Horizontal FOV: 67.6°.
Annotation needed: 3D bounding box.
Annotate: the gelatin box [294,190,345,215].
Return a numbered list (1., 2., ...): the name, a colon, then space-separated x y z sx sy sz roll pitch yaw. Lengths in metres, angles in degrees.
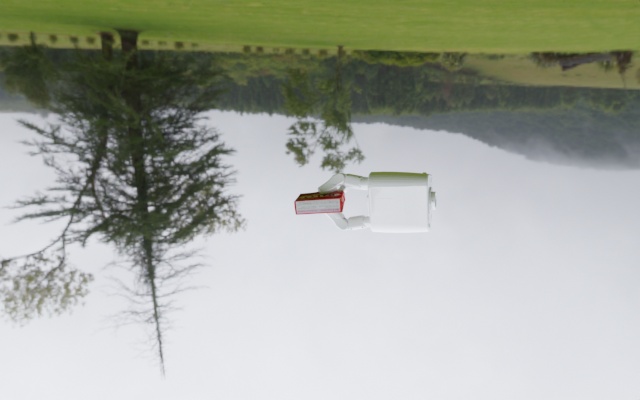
1. gelatin box: 0.000 0.003 0.897 0.089 0.030 0.073 -4 11 7
